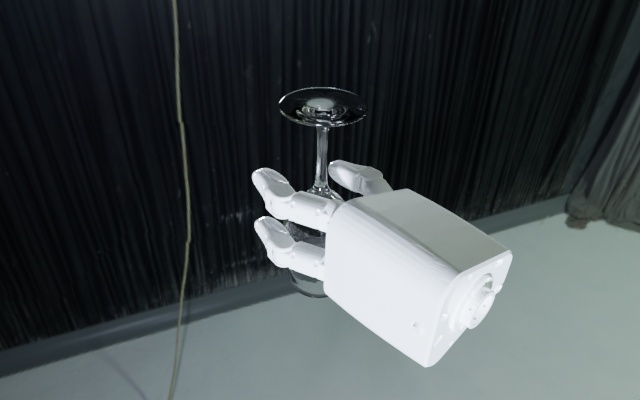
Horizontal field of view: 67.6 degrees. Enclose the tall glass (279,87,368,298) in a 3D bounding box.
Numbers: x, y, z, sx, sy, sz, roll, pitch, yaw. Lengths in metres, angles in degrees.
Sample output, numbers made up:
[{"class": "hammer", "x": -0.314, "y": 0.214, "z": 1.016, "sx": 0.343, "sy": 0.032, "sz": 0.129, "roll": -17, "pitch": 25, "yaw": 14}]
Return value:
[{"class": "tall glass", "x": 0.000, "y": 0.001, "z": 0.455, "sx": 0.079, "sy": 0.201, "sz": 0.079, "roll": 1, "pitch": 36, "yaw": -1}]
